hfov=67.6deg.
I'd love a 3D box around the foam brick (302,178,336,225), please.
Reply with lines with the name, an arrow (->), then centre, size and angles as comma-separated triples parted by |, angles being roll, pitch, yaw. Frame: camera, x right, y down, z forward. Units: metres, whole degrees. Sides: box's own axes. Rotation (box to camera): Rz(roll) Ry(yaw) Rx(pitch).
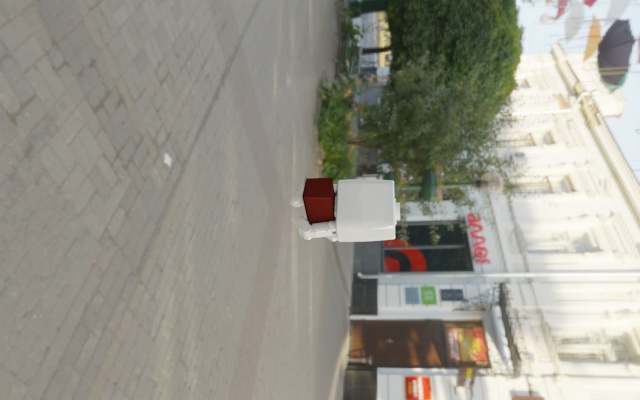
foam brick -> 0.000, 0.003, 0.881 | 0.051, 0.078, 0.053 | -1, 44, 10
